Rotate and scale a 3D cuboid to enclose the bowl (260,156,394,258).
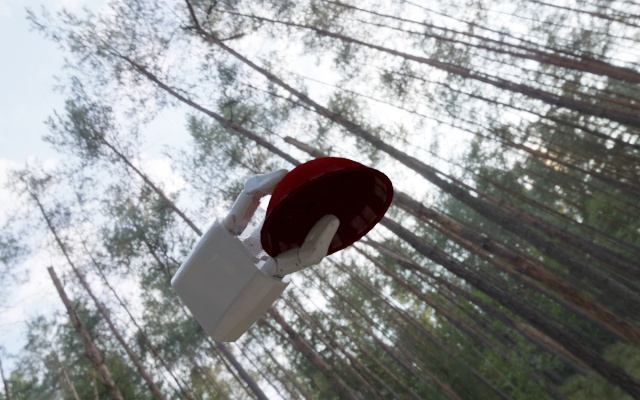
[{"bbox_3d":[0.001,0.001,0.547,0.162,0.055,0.162,-18,-35,-13],"label":"bowl"}]
